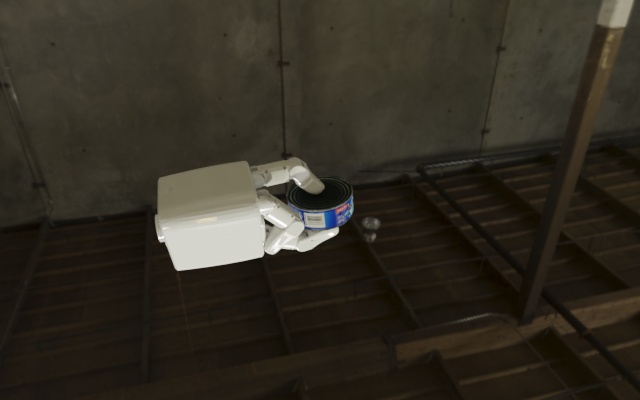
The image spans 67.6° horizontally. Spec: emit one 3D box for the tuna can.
[{"bbox_3d":[0.000,0.003,0.620,0.086,0.034,0.086,-4,33,3],"label":"tuna can"}]
